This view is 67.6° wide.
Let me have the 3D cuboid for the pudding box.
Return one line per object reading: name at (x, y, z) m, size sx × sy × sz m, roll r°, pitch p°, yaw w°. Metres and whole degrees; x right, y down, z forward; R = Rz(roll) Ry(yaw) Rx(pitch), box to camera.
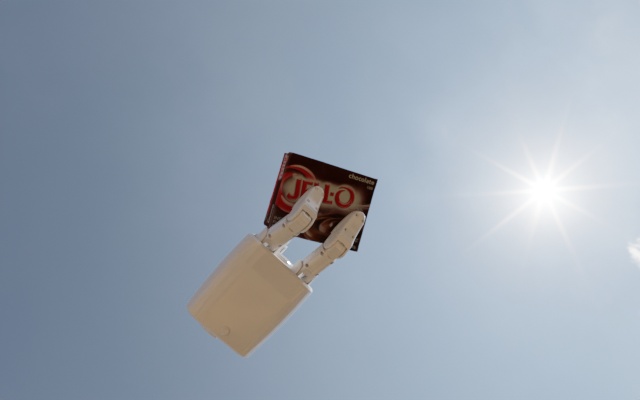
pudding box at (0.000, 0.002, 0.556) m, size 0.113 × 0.090 × 0.039 m, roll 16°, pitch 1°, yaw -19°
